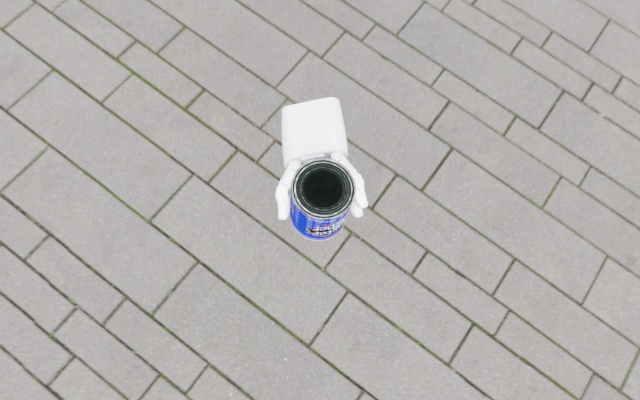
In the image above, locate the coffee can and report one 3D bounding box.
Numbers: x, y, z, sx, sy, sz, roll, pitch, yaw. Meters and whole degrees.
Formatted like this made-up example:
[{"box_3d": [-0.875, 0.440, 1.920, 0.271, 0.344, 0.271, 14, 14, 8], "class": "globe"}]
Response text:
[{"box_3d": [0.000, 0.003, 0.807, 0.103, 0.102, 0.140, 0, -18, -4], "class": "coffee can"}]
